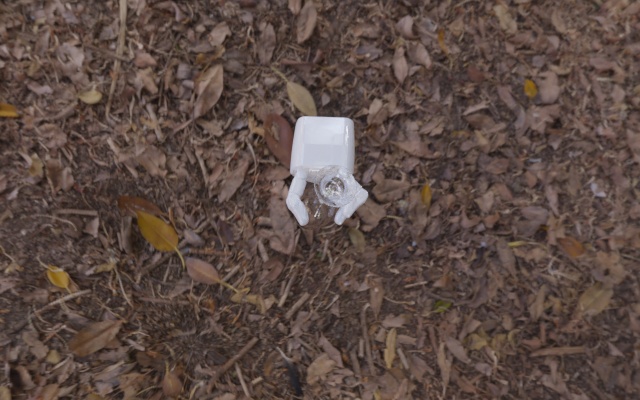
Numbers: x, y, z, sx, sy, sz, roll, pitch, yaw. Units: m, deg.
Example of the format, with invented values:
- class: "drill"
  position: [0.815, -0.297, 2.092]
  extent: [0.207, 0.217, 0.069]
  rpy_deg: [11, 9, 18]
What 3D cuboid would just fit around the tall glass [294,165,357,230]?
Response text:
- class: "tall glass"
  position: [0.000, 0.003, 0.885]
  extent: [0.079, 0.079, 0.201]
  rpy_deg: [0, -17, -15]
